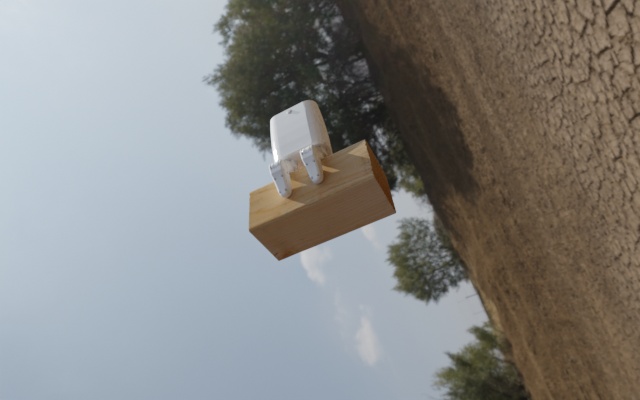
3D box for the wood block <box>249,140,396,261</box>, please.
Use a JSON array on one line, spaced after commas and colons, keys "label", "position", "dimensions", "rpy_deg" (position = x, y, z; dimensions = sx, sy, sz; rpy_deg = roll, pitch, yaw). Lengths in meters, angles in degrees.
[{"label": "wood block", "position": [0.000, 0.002, 0.745], "dimensions": [0.206, 0.090, 0.091], "rpy_deg": [-24, -47, 16]}]
